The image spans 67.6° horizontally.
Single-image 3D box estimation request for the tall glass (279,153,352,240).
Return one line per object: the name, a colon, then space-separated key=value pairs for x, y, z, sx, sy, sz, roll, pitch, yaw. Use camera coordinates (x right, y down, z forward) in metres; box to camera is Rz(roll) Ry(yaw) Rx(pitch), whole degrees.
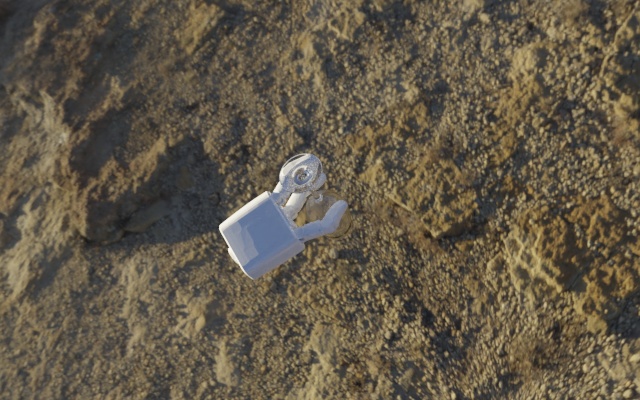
tall glass: x=0.000 y=0.002 z=0.841 sx=0.079 sy=0.079 sz=0.201 roll=0 pitch=-28 yaw=22
